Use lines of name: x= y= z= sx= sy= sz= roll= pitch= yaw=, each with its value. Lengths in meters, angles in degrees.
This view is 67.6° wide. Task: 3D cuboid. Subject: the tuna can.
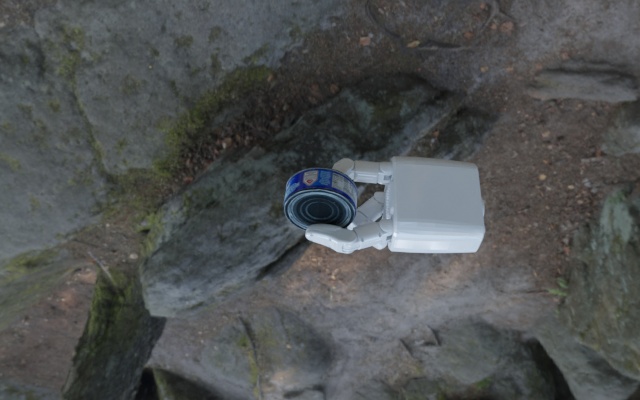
tuna can: x=0.000 y=0.002 z=0.558 sx=0.086 sy=0.033 sz=0.086 roll=4 pitch=-39 yaw=3
